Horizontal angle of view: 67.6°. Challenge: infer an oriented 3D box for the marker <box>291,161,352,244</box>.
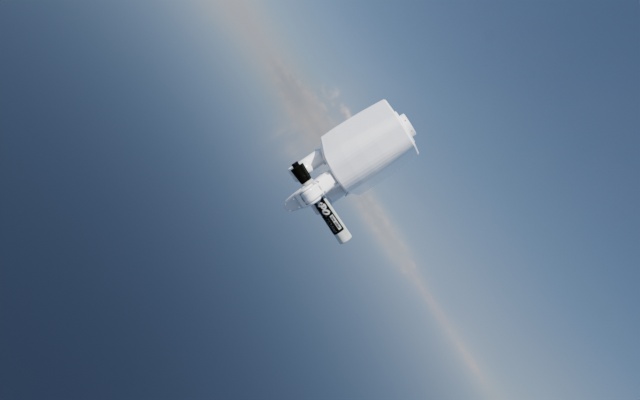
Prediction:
[{"bbox_3d":[0.000,0.002,0.613,0.020,0.121,0.020,-33,8,5],"label":"marker"}]
